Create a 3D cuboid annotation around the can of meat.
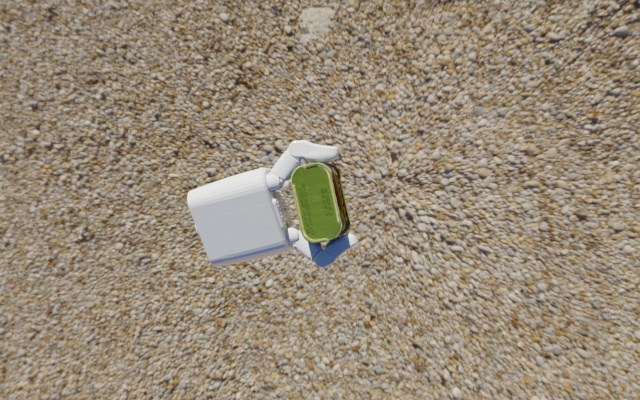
[{"bbox_3d":[0.000,0.002,0.612,0.057,0.102,0.084,-12,0,8],"label":"can of meat"}]
